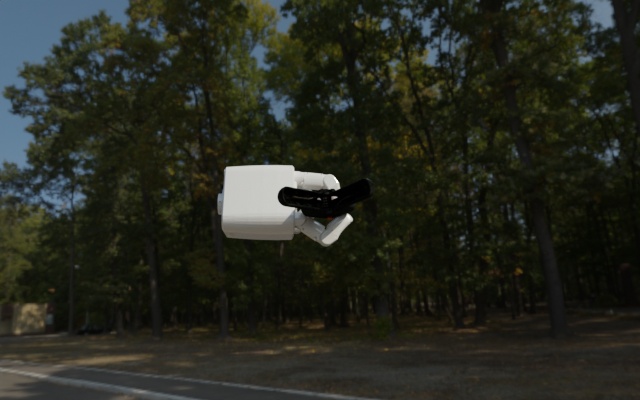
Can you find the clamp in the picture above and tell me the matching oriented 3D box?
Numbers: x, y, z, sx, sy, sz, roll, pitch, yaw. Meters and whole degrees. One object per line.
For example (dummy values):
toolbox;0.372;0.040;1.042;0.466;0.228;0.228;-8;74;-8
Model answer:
clamp;0.000;0.002;0.656;0.120;0.039;0.171;1;-13;-6
